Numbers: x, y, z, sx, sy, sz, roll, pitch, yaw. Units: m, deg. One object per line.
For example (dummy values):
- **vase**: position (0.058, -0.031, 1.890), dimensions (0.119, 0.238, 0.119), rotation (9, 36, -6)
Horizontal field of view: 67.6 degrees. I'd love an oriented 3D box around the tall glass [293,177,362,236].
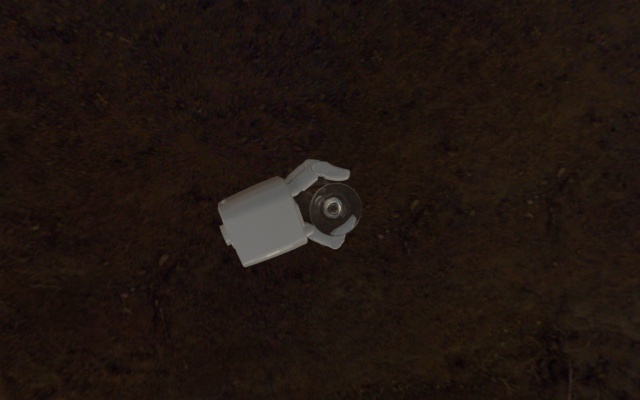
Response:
- **tall glass**: position (0.000, 0.003, 0.752), dimensions (0.079, 0.079, 0.201), rotation (0, 6, -12)
